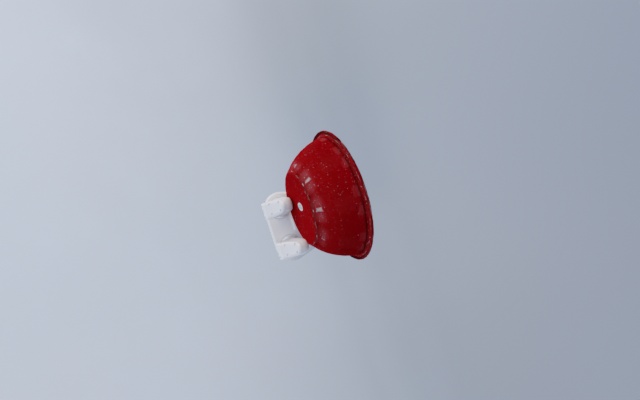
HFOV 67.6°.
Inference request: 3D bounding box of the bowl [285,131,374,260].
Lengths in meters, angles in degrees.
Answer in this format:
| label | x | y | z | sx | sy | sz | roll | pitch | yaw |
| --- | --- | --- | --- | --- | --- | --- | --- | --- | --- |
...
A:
| label | x | y | z | sx | sy | sz | roll | pitch | yaw |
| --- | --- | --- | --- | --- | --- | --- | --- | --- | --- |
| bowl | 0.000 | 0.002 | 0.567 | 0.055 | 0.162 | 0.162 | -18 | 6 | -19 |
